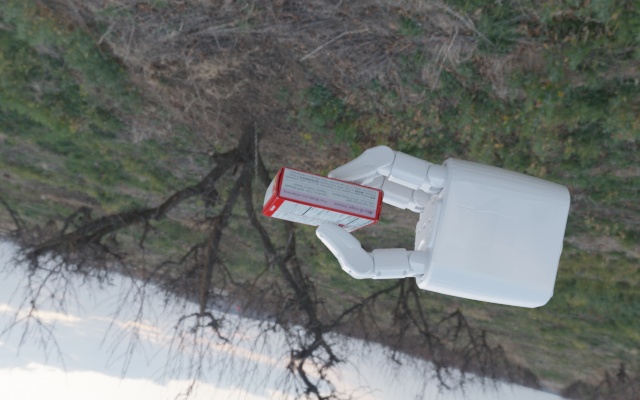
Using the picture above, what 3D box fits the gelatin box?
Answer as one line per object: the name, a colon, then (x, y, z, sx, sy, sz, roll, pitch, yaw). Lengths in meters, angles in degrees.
gelatin box: (0.000, 0.002, 0.412, 0.089, 0.030, 0.073, 12, -14, -12)
